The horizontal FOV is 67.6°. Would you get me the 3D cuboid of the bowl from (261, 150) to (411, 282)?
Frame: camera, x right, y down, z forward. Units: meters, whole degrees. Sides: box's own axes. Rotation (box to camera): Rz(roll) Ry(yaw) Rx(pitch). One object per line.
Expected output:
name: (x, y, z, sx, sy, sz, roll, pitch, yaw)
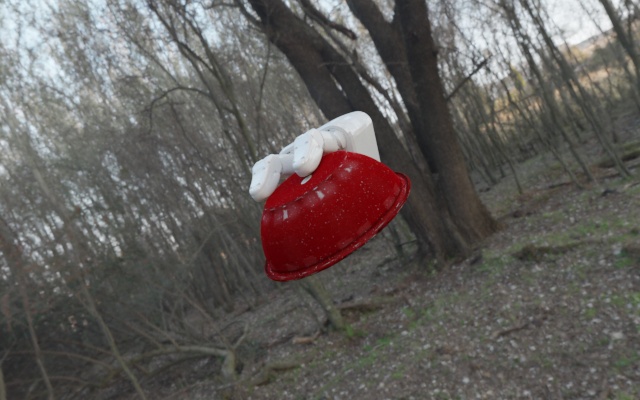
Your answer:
bowl: (0.000, 0.002, 0.445, 0.162, 0.055, 0.162, -31, 18, 11)
